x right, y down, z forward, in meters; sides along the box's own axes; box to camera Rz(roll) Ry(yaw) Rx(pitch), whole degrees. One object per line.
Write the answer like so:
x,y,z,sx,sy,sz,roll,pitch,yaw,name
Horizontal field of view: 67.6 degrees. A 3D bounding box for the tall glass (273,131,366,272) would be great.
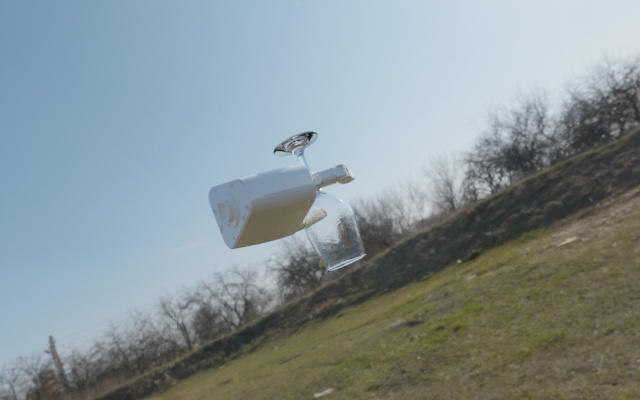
0.000,0.002,0.712,0.079,0.201,0.079,-23,-11,-5,tall glass
